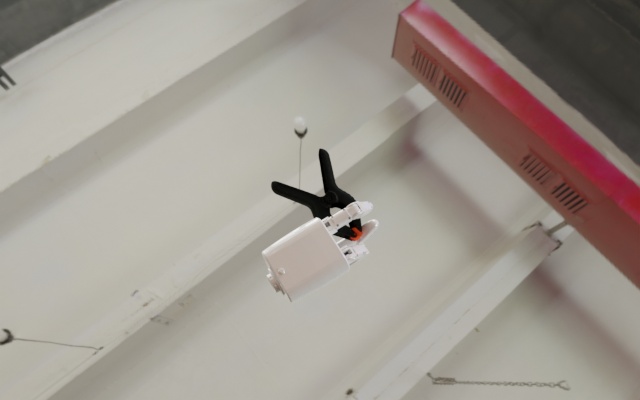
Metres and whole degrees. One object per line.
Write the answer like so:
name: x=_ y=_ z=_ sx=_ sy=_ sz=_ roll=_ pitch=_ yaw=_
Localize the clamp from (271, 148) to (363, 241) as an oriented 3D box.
clamp: x=0.000 y=0.003 z=0.804 sx=0.120 sy=0.171 sz=0.039 roll=-30 pitch=-16 yaw=-13
